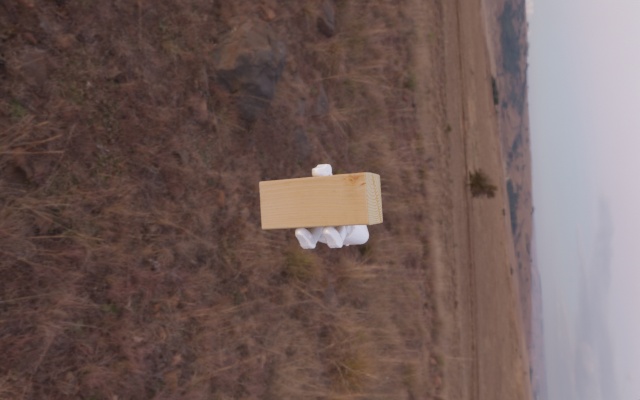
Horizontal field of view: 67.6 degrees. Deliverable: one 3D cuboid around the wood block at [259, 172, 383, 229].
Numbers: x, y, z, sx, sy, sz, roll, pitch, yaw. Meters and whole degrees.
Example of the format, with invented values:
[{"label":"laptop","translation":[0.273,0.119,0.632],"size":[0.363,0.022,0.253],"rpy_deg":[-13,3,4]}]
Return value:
[{"label":"wood block","translation":[0.000,0.003,0.877],"size":[0.206,0.091,0.090],"rpy_deg":[-4,-1,23]}]
